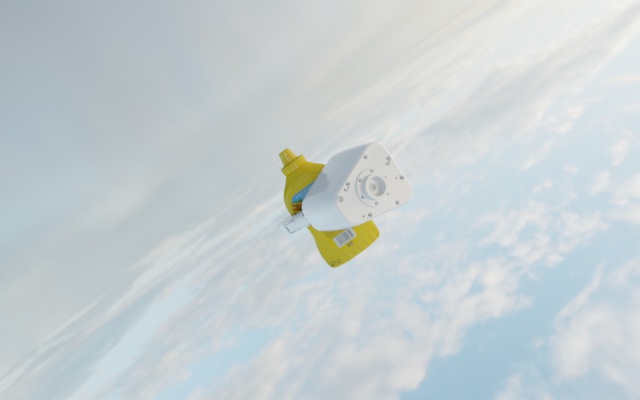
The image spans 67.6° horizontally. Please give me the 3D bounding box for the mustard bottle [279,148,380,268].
[{"bbox_3d":[0.000,0.003,0.727,0.096,0.191,0.058,-36,10,5],"label":"mustard bottle"}]
